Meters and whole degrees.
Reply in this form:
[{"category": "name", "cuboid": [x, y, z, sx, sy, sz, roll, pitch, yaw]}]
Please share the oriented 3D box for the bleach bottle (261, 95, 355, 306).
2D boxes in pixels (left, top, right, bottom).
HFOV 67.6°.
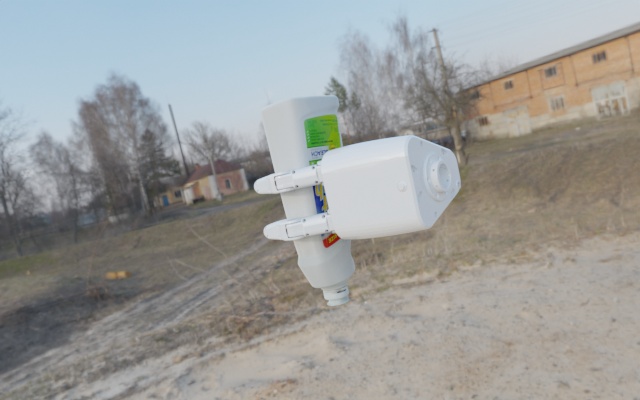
[{"category": "bleach bottle", "cuboid": [0.000, 0.002, 0.589, 0.068, 0.251, 0.102, -9, 5, 41]}]
